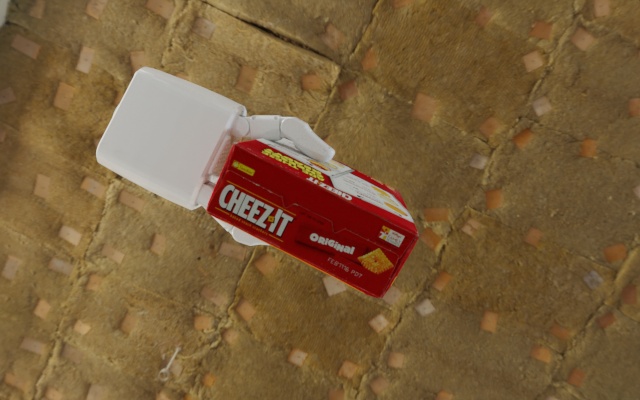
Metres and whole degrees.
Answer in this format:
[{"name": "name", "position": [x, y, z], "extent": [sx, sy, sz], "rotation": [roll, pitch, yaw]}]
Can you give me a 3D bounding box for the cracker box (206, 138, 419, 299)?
[{"name": "cracker box", "position": [0.000, 0.001, 0.479], "extent": [0.164, 0.072, 0.213], "rotation": [26, 11, 1]}]
